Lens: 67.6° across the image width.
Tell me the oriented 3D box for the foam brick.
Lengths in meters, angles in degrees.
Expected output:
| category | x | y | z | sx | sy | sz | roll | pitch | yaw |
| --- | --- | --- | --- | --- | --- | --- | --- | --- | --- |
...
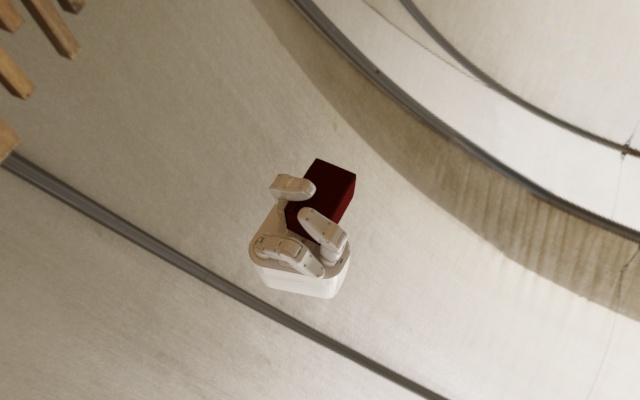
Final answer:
| category | x | y | z | sx | sy | sz | roll | pitch | yaw |
| --- | --- | --- | --- | --- | --- | --- | --- | --- | --- |
| foam brick | 0.000 | 0.002 | 0.544 | 0.053 | 0.078 | 0.051 | 26 | -23 | 14 |
